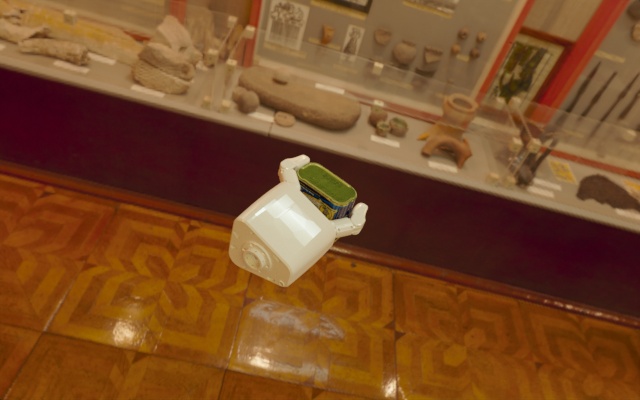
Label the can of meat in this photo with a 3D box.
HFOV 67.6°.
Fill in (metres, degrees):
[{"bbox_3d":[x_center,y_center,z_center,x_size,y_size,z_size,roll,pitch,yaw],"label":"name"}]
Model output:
[{"bbox_3d":[0.000,0.002,0.742,0.102,0.084,0.057,35,44,18],"label":"can of meat"}]
